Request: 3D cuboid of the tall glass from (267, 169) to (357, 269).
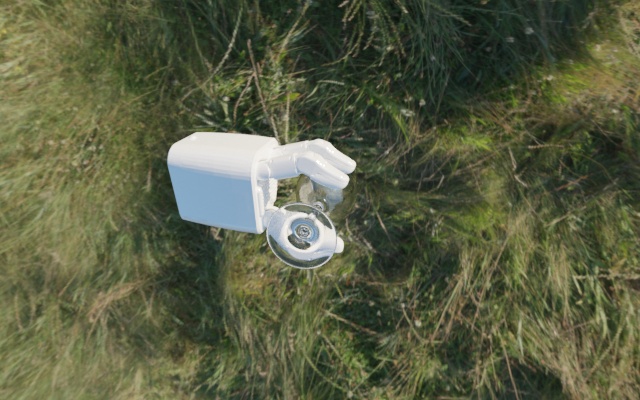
[{"bbox_3d":[0.000,0.002,0.575,0.079,0.079,0.201,0,21,13],"label":"tall glass"}]
